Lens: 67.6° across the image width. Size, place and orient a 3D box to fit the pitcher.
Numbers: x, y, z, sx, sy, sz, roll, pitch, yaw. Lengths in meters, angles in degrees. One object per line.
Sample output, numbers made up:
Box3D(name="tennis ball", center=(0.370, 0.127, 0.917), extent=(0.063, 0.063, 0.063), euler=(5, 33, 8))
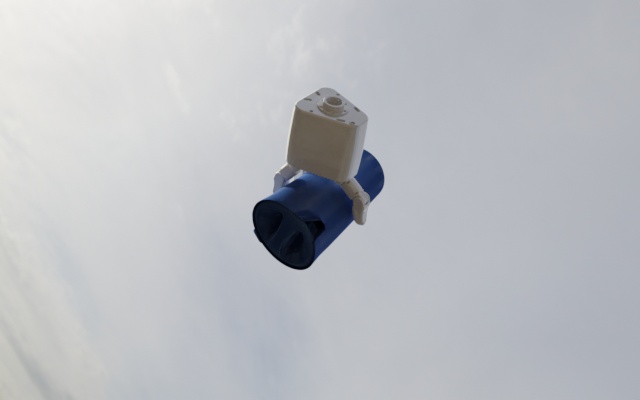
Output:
Box3D(name="pitcher", center=(0.000, 0.003, 0.843), extent=(0.149, 0.145, 0.242), euler=(32, 47, 22))
